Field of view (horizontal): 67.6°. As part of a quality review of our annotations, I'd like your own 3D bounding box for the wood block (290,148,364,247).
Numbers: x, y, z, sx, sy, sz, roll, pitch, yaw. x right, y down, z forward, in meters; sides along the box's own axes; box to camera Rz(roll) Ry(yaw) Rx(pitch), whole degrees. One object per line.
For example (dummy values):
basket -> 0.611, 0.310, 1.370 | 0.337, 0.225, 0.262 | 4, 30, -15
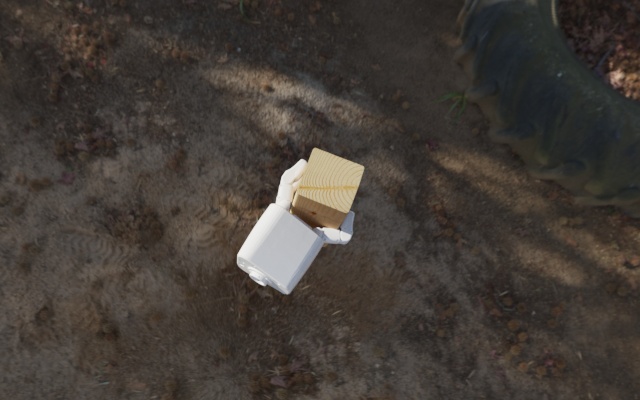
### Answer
wood block -> 0.000, 0.003, 0.852 | 0.091, 0.090, 0.206 | 21, -22, -2
